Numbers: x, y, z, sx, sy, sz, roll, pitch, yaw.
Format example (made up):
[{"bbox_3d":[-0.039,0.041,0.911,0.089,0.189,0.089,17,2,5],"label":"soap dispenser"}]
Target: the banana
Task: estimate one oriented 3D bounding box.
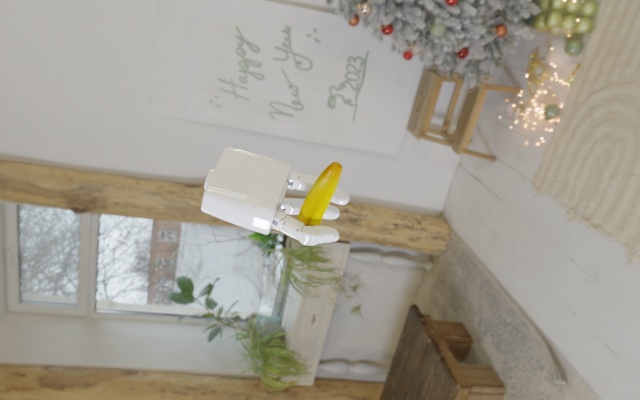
[{"bbox_3d":[-0.009,0.017,0.722,0.037,0.069,0.198,29,-32,7],"label":"banana"}]
